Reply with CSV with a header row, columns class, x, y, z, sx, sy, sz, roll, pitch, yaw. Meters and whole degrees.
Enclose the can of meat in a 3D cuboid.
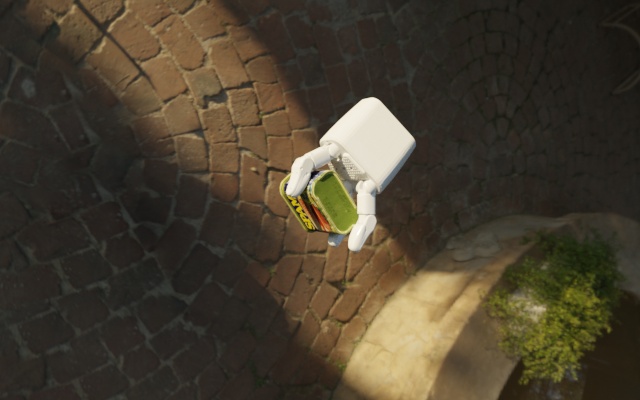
class,x,y,z,sx,sy,sz,roll,pitch,yaw
can of meat,0.000,0.002,0.711,0.057,0.102,0.084,-44,25,-26
